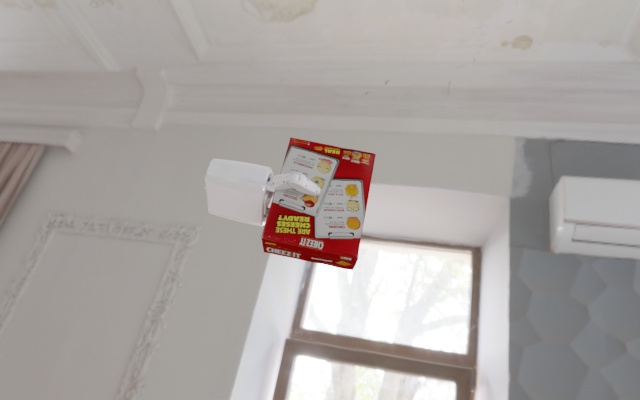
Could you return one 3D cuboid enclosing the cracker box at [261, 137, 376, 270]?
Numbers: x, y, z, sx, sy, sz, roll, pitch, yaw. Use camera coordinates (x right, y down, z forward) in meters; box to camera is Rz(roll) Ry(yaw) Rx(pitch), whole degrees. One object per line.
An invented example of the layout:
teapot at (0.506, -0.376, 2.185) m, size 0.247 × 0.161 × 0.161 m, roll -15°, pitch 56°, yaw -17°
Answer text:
cracker box at (0.000, 0.003, 0.855) m, size 0.164 × 0.213 × 0.072 m, roll 11°, pitch -29°, yaw 3°
